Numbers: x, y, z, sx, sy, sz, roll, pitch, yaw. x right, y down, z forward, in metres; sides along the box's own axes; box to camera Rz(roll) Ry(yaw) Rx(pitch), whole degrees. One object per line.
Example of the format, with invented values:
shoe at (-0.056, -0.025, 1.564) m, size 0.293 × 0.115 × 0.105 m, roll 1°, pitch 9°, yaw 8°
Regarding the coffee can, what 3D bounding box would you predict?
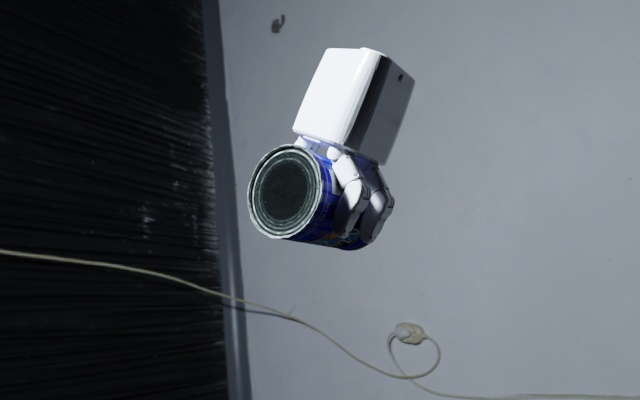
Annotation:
coffee can at (0.000, 0.002, 0.558) m, size 0.103 × 0.103 × 0.140 m, roll 0°, pitch -10°, yaw 36°
